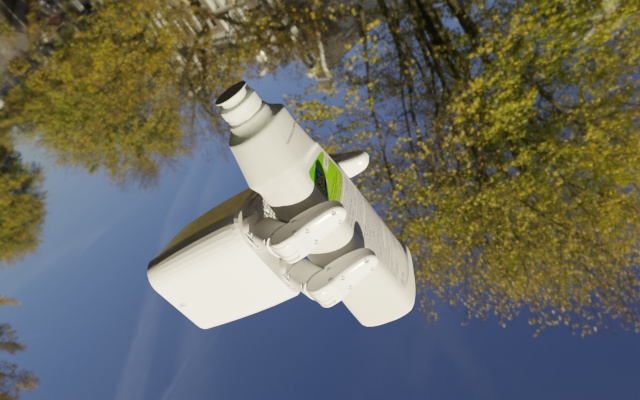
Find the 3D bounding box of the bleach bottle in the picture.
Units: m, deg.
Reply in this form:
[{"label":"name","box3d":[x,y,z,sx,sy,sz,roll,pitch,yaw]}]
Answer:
[{"label":"bleach bottle","box3d":[0.000,0.001,0.420,0.068,0.251,0.102,-26,32,20]}]
